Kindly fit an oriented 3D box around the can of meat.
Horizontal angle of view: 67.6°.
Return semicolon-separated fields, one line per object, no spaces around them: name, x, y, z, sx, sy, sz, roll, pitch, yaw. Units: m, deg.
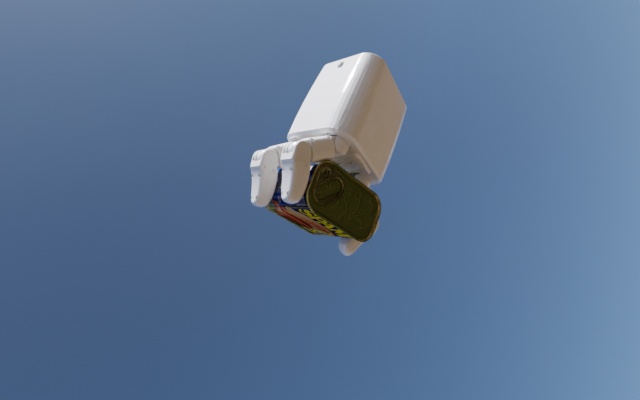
can of meat;0.000;0.002;0.516;0.102;0.057;0.084;33;-21;-36
